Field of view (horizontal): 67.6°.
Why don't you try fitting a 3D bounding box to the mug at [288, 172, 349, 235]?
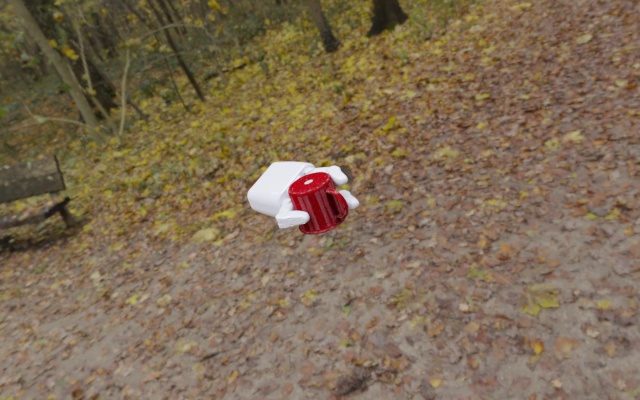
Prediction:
[{"bbox_3d":[0.001,0.003,0.841,0.117,0.081,0.093,8,37,46],"label":"mug"}]
